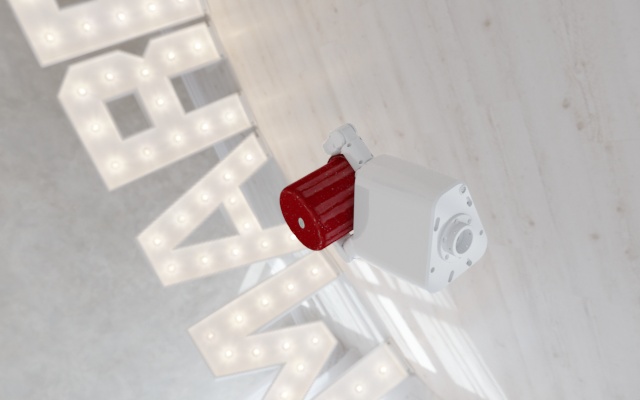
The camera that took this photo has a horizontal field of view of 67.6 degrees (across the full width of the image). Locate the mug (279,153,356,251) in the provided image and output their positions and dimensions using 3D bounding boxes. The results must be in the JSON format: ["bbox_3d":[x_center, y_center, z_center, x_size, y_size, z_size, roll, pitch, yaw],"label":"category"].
[{"bbox_3d":[-0.001,0.001,0.556,0.081,0.093,0.117,-31,31,-26],"label":"mug"}]
